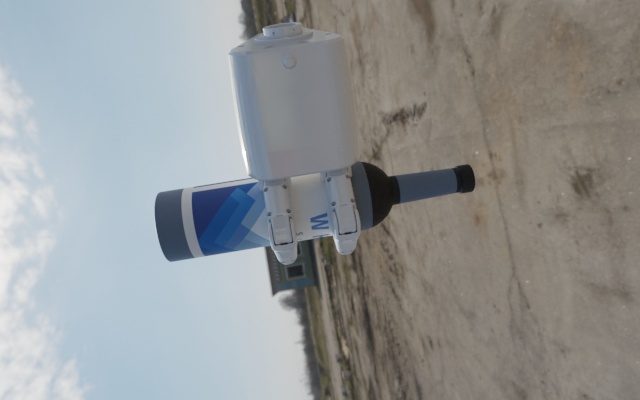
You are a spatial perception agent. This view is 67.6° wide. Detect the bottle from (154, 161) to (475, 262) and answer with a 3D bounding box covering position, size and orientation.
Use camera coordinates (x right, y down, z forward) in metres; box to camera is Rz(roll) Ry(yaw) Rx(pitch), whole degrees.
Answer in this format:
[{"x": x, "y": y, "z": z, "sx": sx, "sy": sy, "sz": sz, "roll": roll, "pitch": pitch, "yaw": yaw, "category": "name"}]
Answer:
[{"x": 0.000, "y": 0.002, "z": 0.455, "sx": 0.296, "sy": 0.069, "sz": 0.069, "roll": -9, "pitch": 0, "yaw": -3, "category": "bottle"}]
